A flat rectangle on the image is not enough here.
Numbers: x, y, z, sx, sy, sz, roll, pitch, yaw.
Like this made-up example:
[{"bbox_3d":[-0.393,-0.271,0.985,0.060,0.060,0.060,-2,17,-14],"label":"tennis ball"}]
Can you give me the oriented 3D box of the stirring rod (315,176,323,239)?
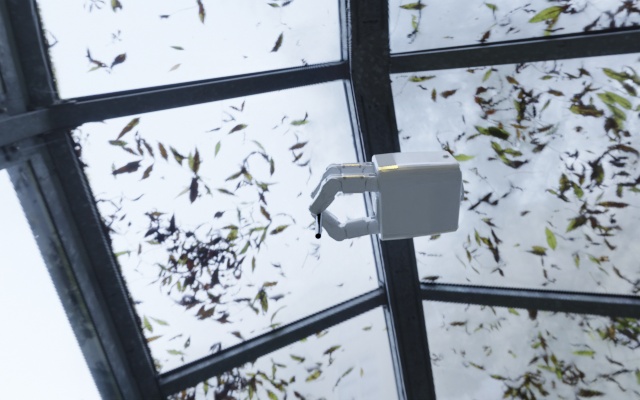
[{"bbox_3d":[0.000,0.002,0.674,0.011,0.011,0.239,0,19,1],"label":"stirring rod"}]
